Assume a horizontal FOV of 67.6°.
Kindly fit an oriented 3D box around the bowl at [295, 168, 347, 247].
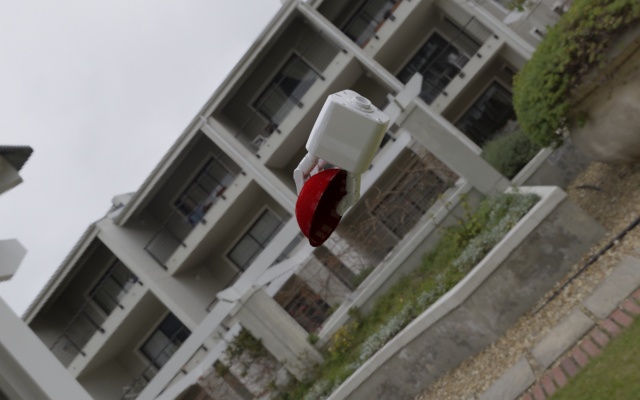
[{"bbox_3d":[-0.001,0.004,0.885,0.055,0.162,0.162,24,9,20],"label":"bowl"}]
